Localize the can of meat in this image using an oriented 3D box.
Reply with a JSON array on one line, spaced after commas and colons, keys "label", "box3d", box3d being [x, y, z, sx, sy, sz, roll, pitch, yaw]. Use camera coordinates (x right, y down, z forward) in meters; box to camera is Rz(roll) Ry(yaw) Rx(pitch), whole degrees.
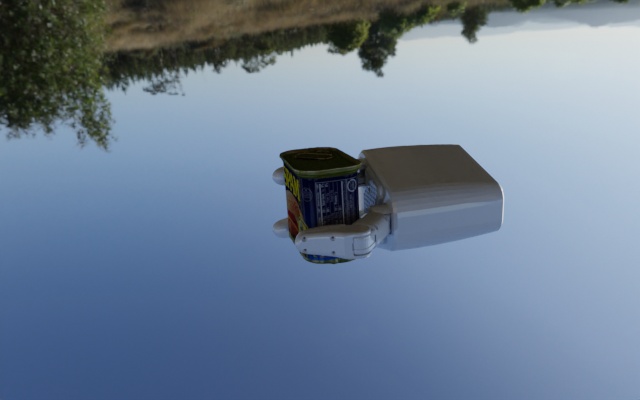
[{"label": "can of meat", "box3d": [0.000, 0.002, 0.434, 0.057, 0.084, 0.102, -8, 17, -13]}]
